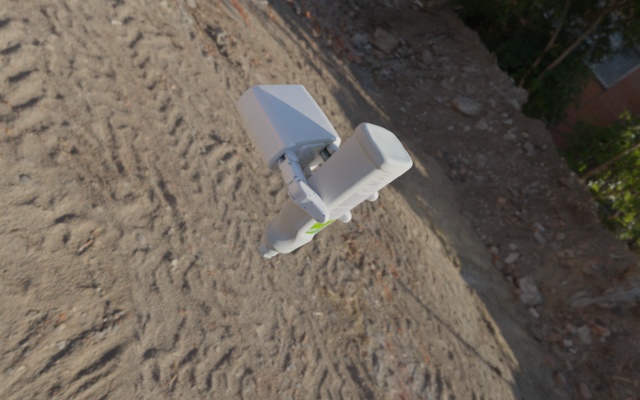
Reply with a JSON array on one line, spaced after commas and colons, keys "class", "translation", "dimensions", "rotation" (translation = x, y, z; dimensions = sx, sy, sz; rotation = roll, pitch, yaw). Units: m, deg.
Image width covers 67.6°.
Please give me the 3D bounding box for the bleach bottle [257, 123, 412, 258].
[{"class": "bleach bottle", "translation": [0.000, 0.002, 0.646], "dimensions": [0.251, 0.068, 0.102], "rotation": [-39, -20, 26]}]
